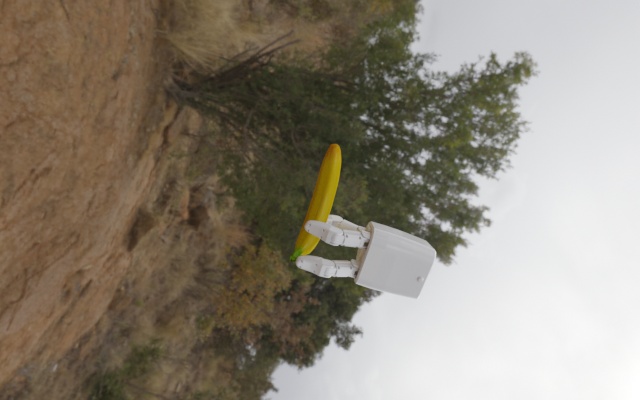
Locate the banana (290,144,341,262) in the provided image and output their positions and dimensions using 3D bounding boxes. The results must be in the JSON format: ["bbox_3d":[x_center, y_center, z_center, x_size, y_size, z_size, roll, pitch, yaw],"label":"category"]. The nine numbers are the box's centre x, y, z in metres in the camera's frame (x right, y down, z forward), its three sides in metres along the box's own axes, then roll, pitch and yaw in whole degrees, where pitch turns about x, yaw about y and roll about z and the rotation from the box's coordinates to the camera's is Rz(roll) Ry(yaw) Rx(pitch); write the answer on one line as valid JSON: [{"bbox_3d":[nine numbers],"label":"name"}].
[{"bbox_3d":[0.000,0.007,0.779,0.037,0.198,0.069,18,-2,3],"label":"banana"}]
